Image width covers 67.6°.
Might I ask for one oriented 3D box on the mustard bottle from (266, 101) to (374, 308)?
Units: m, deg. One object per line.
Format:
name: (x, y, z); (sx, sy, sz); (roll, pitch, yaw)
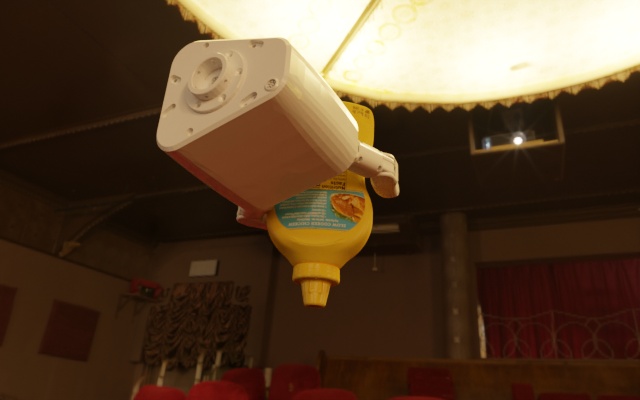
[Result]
mustard bottle: (0.000, 0.001, 0.440); (0.096, 0.191, 0.058); (2, -23, 3)
